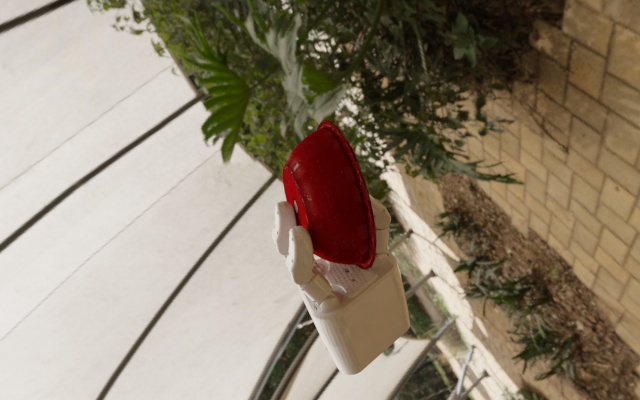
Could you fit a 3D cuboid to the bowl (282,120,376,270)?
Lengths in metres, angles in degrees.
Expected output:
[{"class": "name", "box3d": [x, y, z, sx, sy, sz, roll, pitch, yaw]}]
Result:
[{"class": "bowl", "box3d": [-0.001, 0.000, 0.495, 0.055, 0.162, 0.162, -16, 4, -13]}]
